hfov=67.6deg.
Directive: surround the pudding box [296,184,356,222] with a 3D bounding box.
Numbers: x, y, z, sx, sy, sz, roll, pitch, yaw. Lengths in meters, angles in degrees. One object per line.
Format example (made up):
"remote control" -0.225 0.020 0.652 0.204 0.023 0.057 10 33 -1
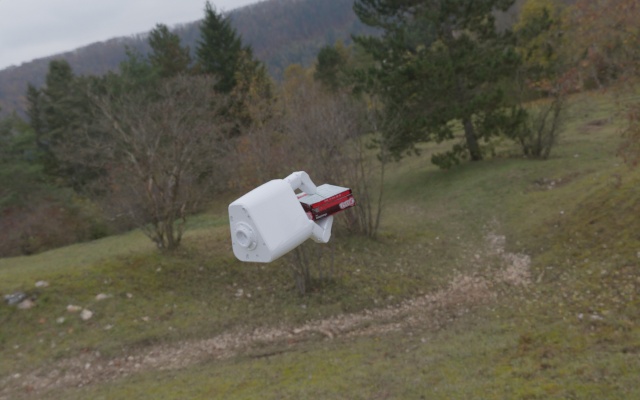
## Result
"pudding box" 0.000 0.003 0.899 0.090 0.039 0.113 -21 16 -21
